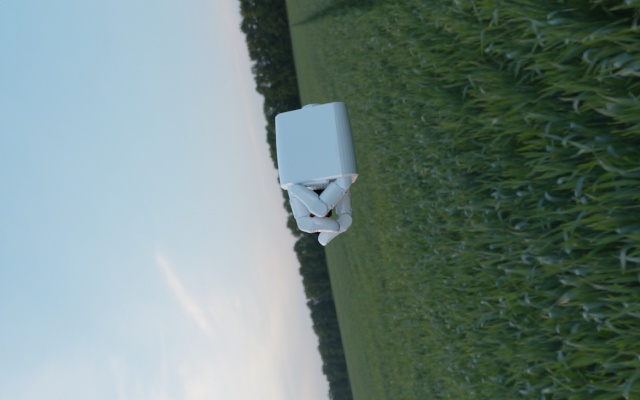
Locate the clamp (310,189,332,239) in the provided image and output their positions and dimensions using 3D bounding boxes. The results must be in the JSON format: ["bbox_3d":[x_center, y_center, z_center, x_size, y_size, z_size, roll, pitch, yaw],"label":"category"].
[{"bbox_3d":[0.000,0.003,0.776,0.039,0.120,0.171,-6,-6,-1],"label":"clamp"}]
